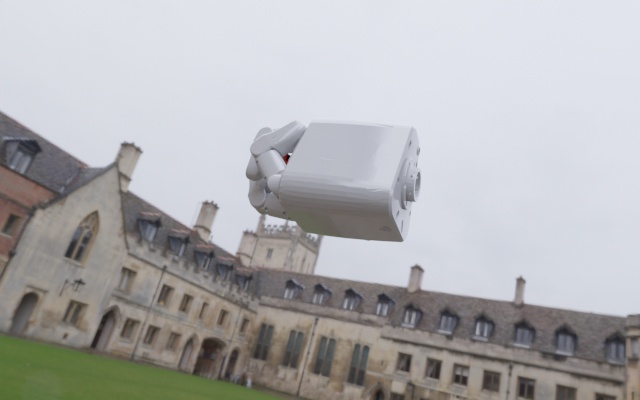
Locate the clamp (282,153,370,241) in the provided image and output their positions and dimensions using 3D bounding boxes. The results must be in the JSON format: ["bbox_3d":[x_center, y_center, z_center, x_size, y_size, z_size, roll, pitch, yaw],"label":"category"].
[{"bbox_3d":[0.000,0.001,0.569,0.120,0.039,0.171,7,-22,22],"label":"clamp"}]
